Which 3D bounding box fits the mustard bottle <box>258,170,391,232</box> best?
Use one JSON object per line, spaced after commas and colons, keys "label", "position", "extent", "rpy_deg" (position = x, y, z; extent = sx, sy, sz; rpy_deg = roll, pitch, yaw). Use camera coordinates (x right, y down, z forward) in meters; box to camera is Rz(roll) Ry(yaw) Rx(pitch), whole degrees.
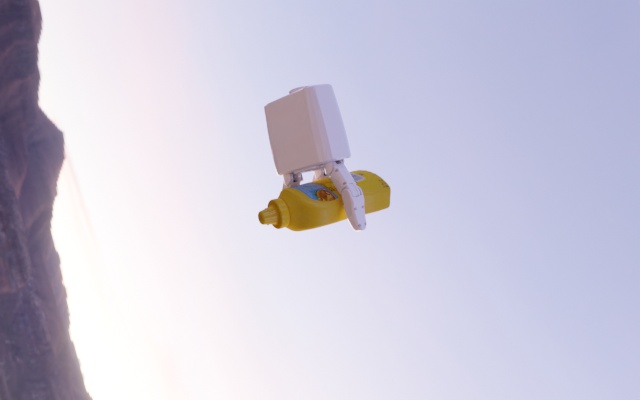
{"label": "mustard bottle", "position": [0.000, 0.002, 0.674], "extent": [0.191, 0.058, 0.096], "rpy_deg": [-14, 26, -32]}
